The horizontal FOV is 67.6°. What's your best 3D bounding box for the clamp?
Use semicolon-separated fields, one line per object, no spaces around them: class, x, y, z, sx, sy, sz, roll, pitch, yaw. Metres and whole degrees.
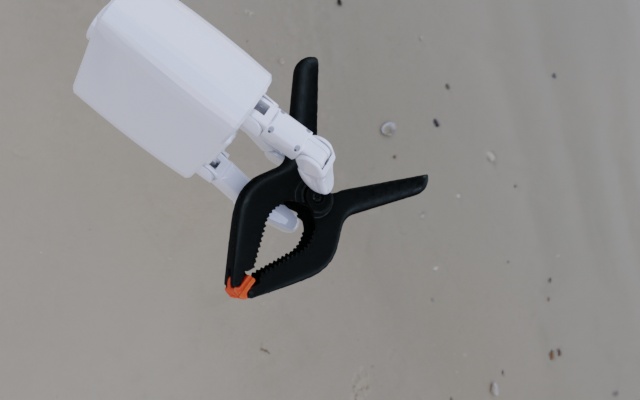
clamp;0.000;0.002;0.406;0.164;0.210;0.036;37;-22;-16
